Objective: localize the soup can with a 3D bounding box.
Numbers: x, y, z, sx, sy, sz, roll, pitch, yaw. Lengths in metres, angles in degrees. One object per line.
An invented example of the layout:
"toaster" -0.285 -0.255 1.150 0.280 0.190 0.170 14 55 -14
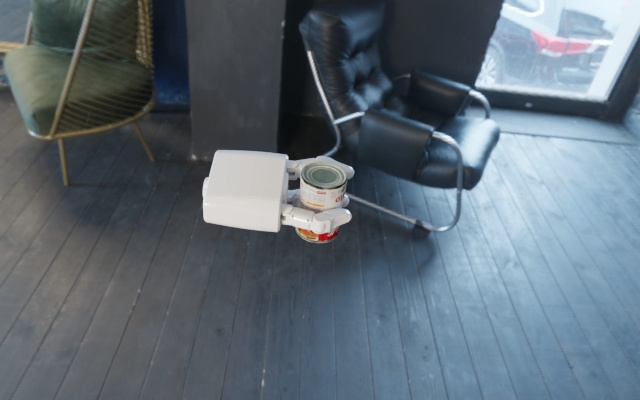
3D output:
"soup can" 0.001 0.002 0.699 0.068 0.102 0.068 5 37 -4
